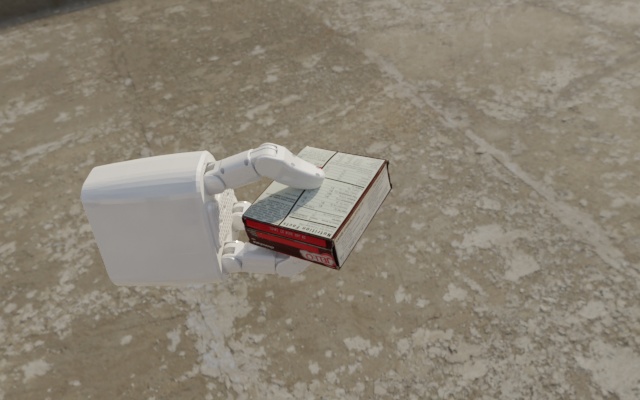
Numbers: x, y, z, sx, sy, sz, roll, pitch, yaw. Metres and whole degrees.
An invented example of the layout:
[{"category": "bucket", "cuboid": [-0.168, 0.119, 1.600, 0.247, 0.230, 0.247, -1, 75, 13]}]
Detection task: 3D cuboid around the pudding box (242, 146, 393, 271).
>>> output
[{"category": "pudding box", "cuboid": [0.000, 0.001, 0.418, 0.090, 0.039, 0.113, 14, 47, 27]}]
